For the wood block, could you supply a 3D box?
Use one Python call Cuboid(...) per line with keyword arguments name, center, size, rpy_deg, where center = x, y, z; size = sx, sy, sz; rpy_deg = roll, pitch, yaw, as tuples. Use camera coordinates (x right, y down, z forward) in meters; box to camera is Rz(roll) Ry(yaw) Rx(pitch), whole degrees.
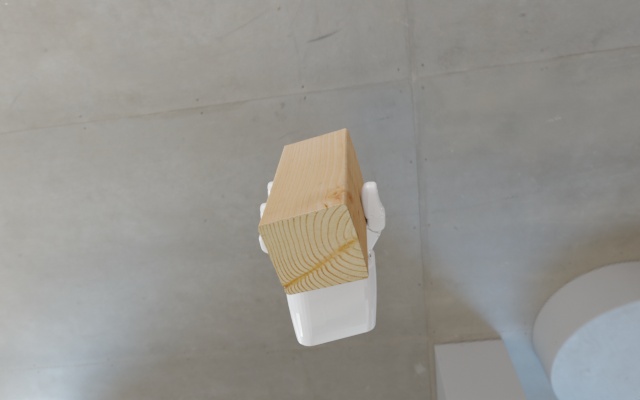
Cuboid(name="wood block", center=(0.000, 0.002, 0.553), size=(0.091, 0.090, 0.206), rpy_deg=(-14, 27, 10))
